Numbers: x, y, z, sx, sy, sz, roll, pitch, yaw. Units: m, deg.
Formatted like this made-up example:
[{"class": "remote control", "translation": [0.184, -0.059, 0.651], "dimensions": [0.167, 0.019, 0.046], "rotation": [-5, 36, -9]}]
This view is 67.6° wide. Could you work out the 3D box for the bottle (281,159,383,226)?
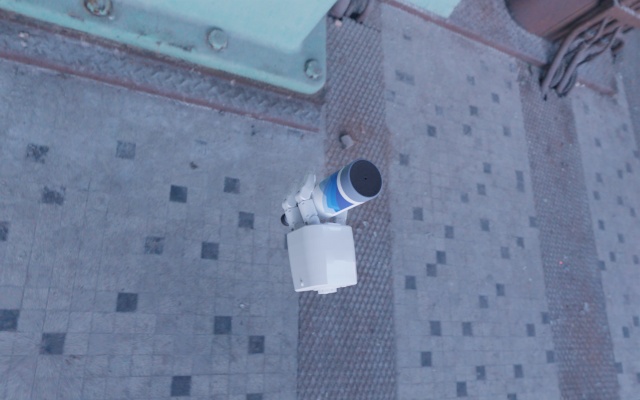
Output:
[{"class": "bottle", "translation": [0.000, 0.003, 0.875], "dimensions": [0.069, 0.069, 0.296], "rotation": [0, -15, -30]}]
